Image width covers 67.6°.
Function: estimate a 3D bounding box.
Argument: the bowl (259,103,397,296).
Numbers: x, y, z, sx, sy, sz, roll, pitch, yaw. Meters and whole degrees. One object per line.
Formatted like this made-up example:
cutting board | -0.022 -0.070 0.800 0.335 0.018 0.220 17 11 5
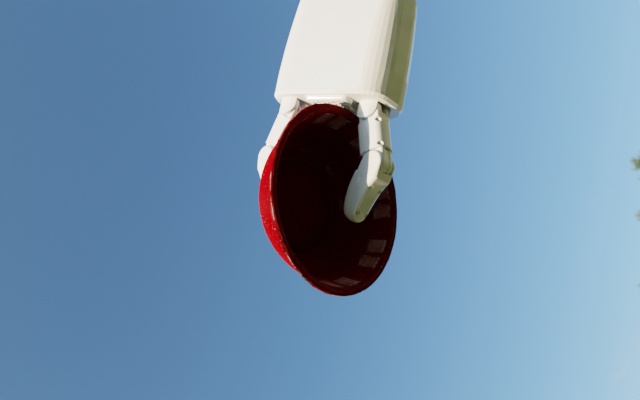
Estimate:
bowl | -0.001 0.003 0.414 0.055 0.162 0.162 -10 -7 41
